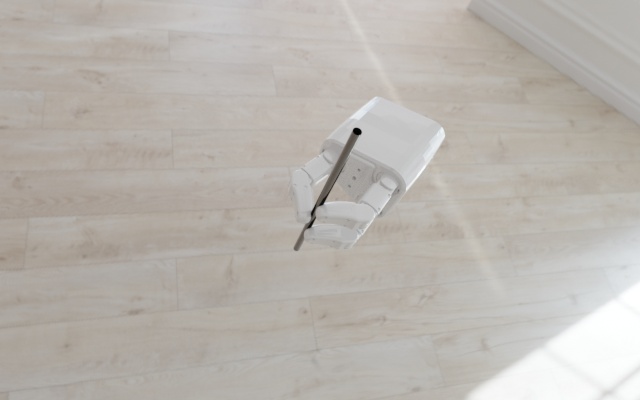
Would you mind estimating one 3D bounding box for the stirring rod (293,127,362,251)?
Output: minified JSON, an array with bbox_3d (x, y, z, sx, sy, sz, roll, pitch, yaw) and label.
[{"bbox_3d":[0.000,0.002,0.484,0.011,0.011,0.240,0,-28,-16],"label":"stirring rod"}]
